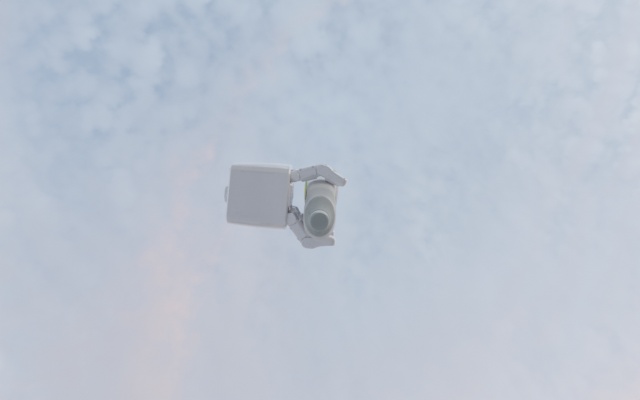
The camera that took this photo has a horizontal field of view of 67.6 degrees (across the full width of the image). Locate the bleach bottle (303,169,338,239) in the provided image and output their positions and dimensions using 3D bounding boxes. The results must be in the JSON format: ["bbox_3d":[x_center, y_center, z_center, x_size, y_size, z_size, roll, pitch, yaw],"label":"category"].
[{"bbox_3d":[0.000,0.003,0.850,0.068,0.102,0.250,3,10,0],"label":"bleach bottle"}]
